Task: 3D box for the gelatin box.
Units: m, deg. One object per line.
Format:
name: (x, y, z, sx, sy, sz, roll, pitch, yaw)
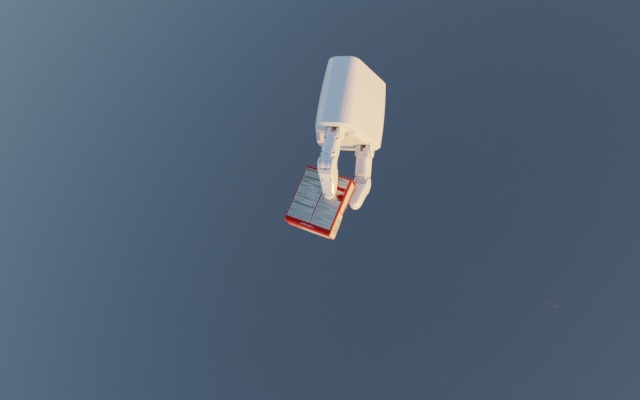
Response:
gelatin box: (0.000, 0.002, 0.682, 0.073, 0.089, 0.030, 19, -11, 20)
